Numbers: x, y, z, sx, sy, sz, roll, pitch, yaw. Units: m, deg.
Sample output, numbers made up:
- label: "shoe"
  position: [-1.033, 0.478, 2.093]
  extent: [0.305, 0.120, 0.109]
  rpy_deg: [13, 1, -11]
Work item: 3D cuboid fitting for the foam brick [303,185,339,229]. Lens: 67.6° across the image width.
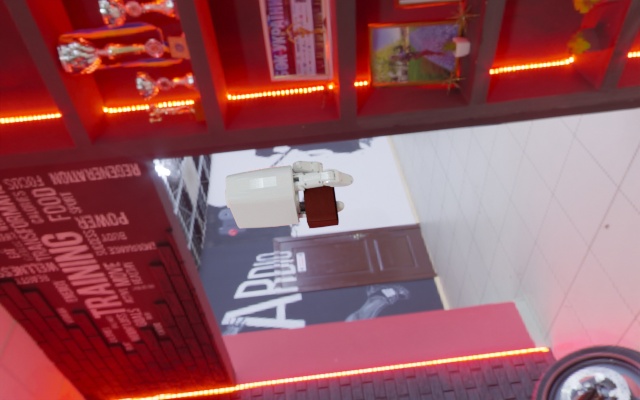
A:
- label: "foam brick"
  position: [0.000, 0.003, 0.780]
  extent: [0.051, 0.078, 0.053]
  rpy_deg: [-7, -15, 0]
